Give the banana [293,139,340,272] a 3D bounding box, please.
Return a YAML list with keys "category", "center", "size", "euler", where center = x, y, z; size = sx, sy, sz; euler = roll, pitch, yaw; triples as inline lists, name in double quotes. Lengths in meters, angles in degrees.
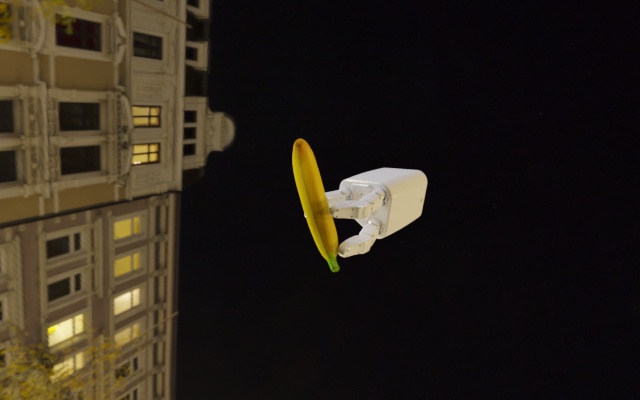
- category: "banana"
  center: [-0.005, 0.004, 0.700]
  size: [0.037, 0.198, 0.069]
  euler: [-21, 12, -16]
